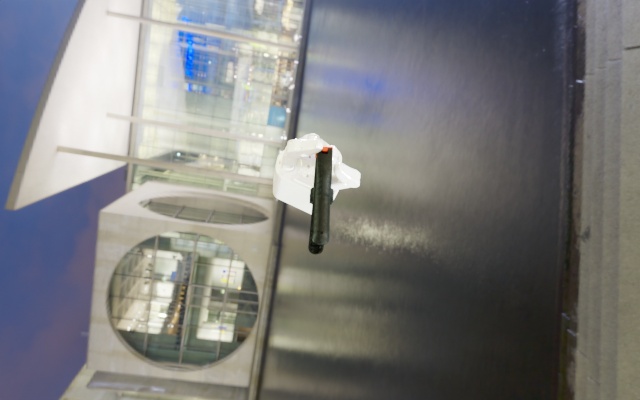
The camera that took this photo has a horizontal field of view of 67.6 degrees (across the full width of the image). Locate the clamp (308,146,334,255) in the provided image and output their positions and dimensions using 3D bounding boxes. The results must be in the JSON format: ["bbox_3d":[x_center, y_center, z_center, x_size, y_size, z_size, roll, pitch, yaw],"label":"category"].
[{"bbox_3d":[0.000,0.002,0.746,0.039,0.171,0.120,9,-23,-8],"label":"clamp"}]
